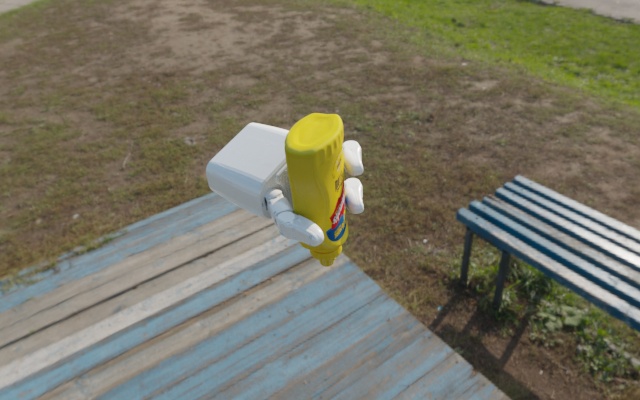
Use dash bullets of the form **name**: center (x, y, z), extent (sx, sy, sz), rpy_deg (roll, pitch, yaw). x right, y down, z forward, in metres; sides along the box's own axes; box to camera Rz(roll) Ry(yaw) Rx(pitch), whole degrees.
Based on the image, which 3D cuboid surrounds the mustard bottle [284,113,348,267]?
- **mustard bottle**: center (0.000, 0.002, 0.564), extent (0.058, 0.192, 0.096), rpy_deg (6, 36, 15)
